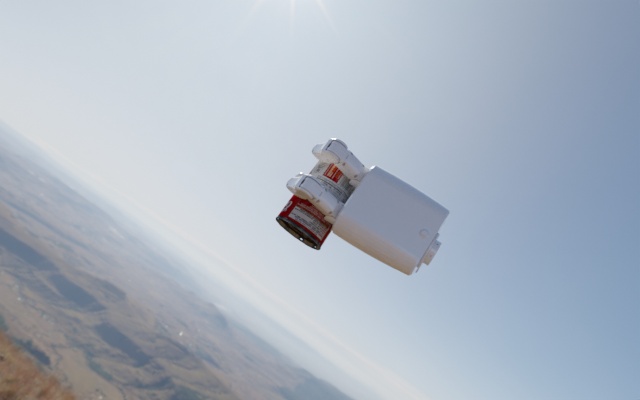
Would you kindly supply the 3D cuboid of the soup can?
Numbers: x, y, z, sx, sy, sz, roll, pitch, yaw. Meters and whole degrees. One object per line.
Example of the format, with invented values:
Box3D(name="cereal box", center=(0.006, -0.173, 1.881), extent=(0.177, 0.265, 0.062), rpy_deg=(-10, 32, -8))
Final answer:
Box3D(name="soup can", center=(0.000, 0.002, 0.603), extent=(0.068, 0.102, 0.068), rpy_deg=(33, -14, 10))
